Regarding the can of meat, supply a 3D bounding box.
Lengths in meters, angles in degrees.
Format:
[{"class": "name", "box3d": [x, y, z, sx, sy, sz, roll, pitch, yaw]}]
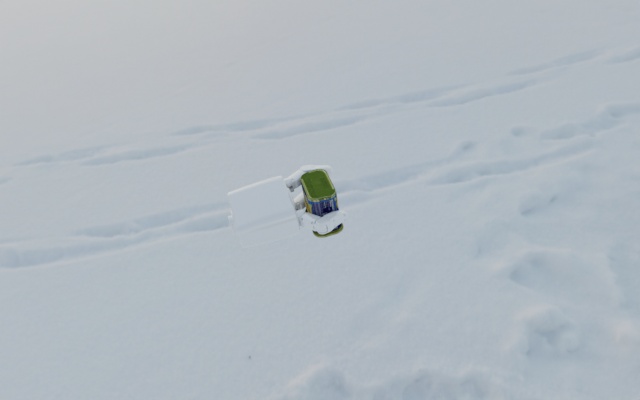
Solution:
[{"class": "can of meat", "box3d": [0.000, 0.003, 0.870, 0.057, 0.084, 0.102, -15, 36, -7]}]
